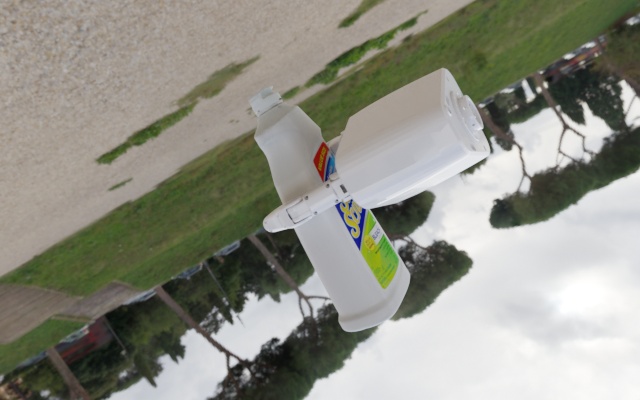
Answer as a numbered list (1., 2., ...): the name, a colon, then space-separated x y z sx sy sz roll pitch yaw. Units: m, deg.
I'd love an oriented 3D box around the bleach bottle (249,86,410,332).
1. bleach bottle: 0.000 0.002 0.490 0.068 0.251 0.102 -26 9 31
